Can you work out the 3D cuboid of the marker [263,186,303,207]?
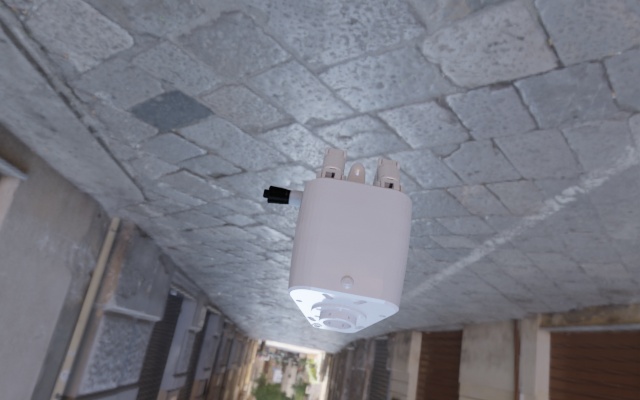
[{"bbox_3d":[0.000,0.002,0.498,0.121,0.020,0.020,9,0,2],"label":"marker"}]
